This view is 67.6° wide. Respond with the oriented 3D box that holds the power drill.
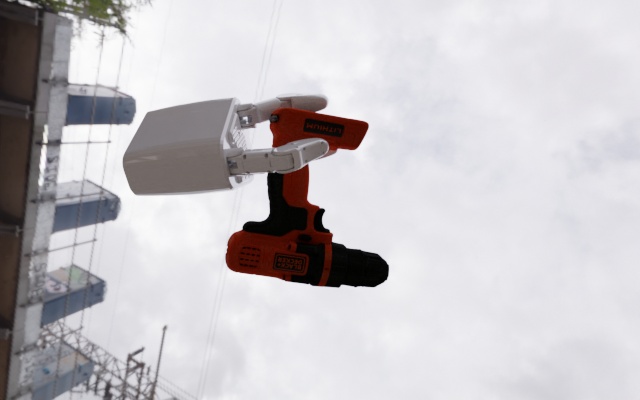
[{"bbox_3d":[0.000,0.001,0.522,0.184,0.187,0.057,9,3,-13],"label":"power drill"}]
